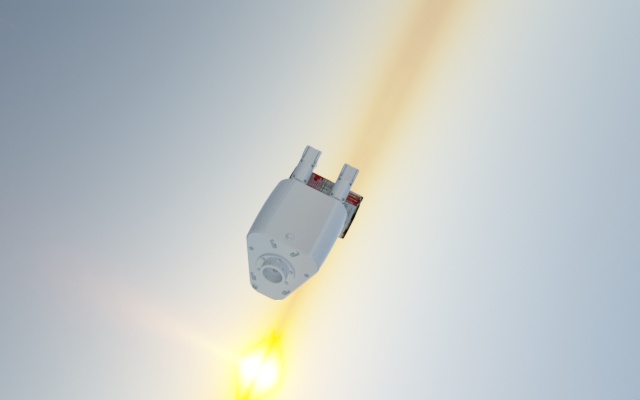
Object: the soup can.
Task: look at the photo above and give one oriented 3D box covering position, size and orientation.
[{"bbox_3d":[0.000,0.002,0.661,0.102,0.068,0.068,26,1,2],"label":"soup can"}]
